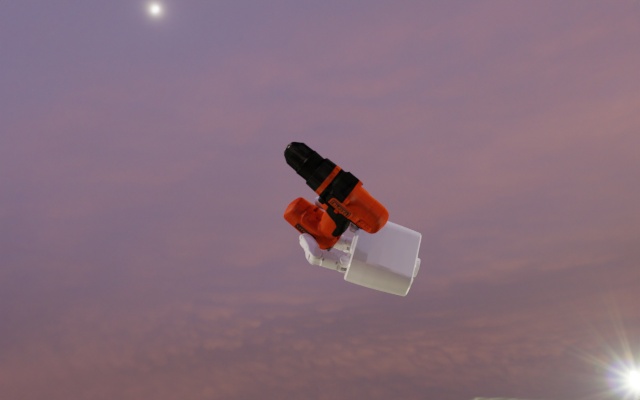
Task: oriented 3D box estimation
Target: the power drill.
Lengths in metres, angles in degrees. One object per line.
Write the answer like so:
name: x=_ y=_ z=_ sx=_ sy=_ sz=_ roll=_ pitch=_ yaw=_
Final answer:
power drill: x=0.000 y=0.003 z=0.762 sx=0.184 sy=0.057 sz=0.188 roll=41 pitch=-26 yaw=-1
